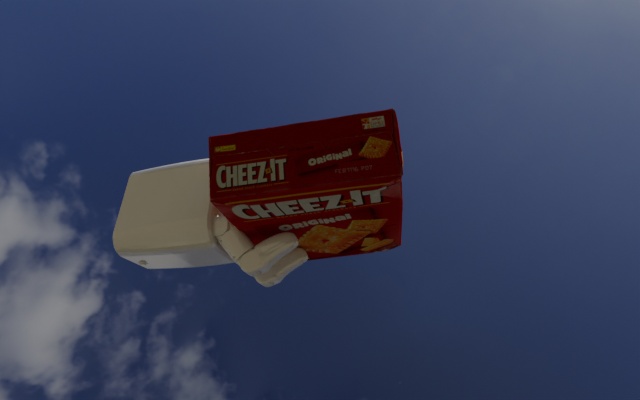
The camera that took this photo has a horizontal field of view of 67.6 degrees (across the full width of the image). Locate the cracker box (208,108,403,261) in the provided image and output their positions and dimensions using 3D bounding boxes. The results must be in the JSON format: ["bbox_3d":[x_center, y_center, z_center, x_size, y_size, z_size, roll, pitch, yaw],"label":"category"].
[{"bbox_3d":[0.000,0.001,0.490,0.164,0.072,0.214,-8,-22,6],"label":"cracker box"}]
